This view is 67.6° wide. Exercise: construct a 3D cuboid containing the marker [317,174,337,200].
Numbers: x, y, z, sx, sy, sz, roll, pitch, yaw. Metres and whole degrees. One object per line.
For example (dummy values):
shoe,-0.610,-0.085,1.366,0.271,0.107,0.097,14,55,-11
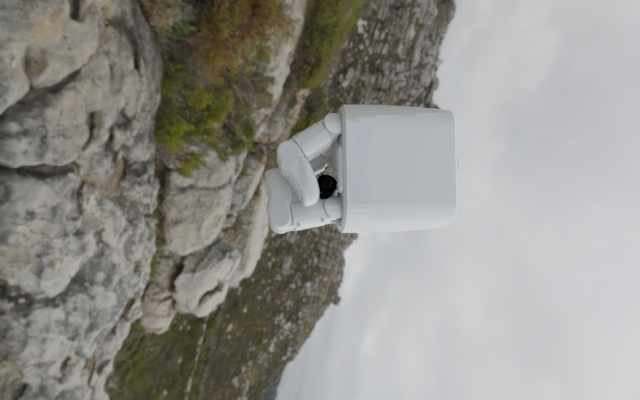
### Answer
marker,0.000,0.002,0.477,0.020,0.020,0.121,0,-18,-6
